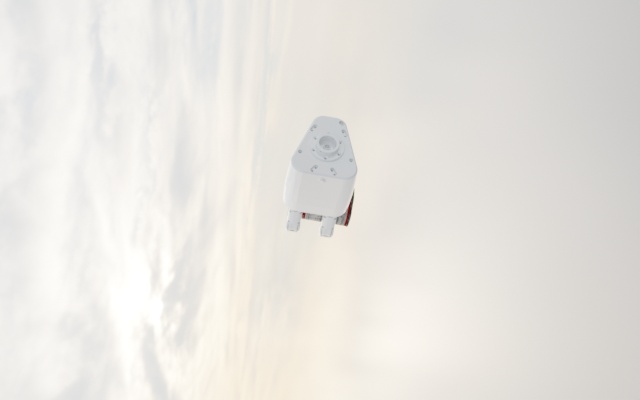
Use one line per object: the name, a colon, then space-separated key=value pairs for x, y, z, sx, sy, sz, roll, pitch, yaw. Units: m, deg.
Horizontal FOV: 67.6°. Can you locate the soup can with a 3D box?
soup can: x=0.000 y=0.003 z=0.794 sx=0.102 sy=0.068 sz=0.068 roll=9 pitch=-1 yaw=-3
